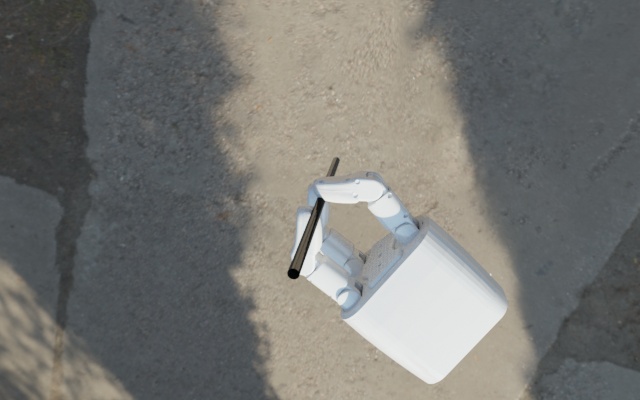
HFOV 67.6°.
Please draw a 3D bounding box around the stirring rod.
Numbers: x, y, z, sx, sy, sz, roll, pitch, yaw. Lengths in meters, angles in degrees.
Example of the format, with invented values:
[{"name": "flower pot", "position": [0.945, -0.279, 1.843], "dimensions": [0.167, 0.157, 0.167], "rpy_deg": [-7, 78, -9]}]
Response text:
[{"name": "stirring rod", "position": [0.000, 0.001, 0.411], "dimensions": [0.011, 0.011, 0.239], "rpy_deg": [0, 22, 9]}]
